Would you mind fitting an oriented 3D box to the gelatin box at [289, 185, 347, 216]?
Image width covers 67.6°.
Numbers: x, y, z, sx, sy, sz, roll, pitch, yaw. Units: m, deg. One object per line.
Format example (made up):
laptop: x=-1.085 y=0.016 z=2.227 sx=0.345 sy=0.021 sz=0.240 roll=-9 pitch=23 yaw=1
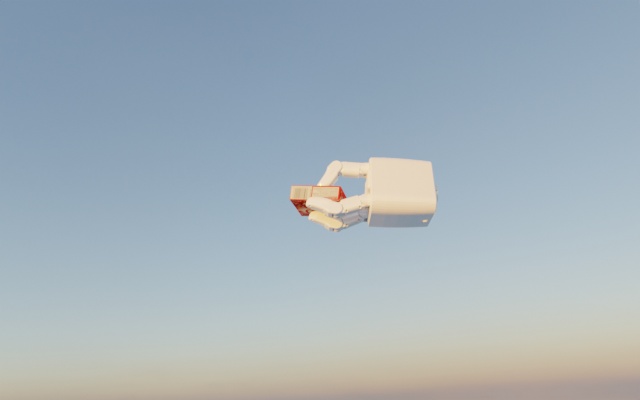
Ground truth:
gelatin box: x=0.000 y=0.002 z=0.815 sx=0.089 sy=0.030 sz=0.073 roll=1 pitch=-23 yaw=16
